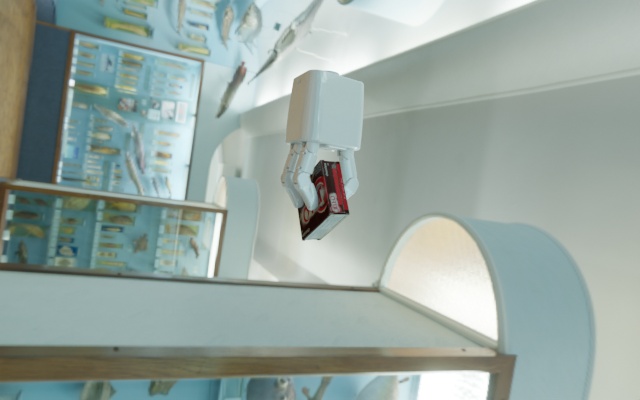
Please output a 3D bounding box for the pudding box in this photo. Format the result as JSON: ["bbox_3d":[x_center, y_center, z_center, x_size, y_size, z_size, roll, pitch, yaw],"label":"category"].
[{"bbox_3d":[0.000,0.002,0.745,0.039,0.090,0.113,2,-26,-23],"label":"pudding box"}]
